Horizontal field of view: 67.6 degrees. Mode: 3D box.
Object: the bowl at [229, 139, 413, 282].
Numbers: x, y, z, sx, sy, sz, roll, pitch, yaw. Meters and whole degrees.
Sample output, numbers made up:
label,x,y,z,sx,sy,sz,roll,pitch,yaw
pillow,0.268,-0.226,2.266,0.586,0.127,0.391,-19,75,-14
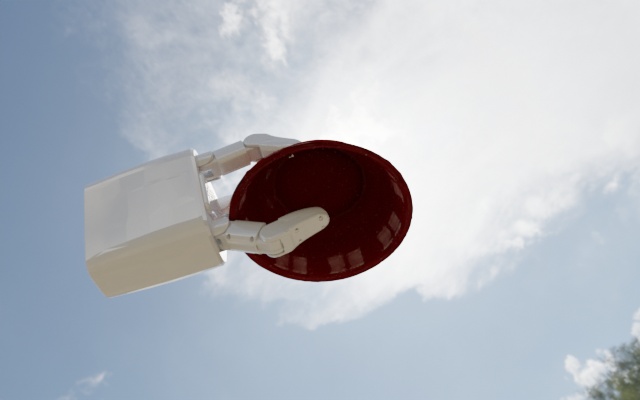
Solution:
label,x,y,z,sx,sy,sz,roll,pitch,yaw
bowl,0.001,0.001,0.439,0.162,0.162,0.055,0,39,-3
